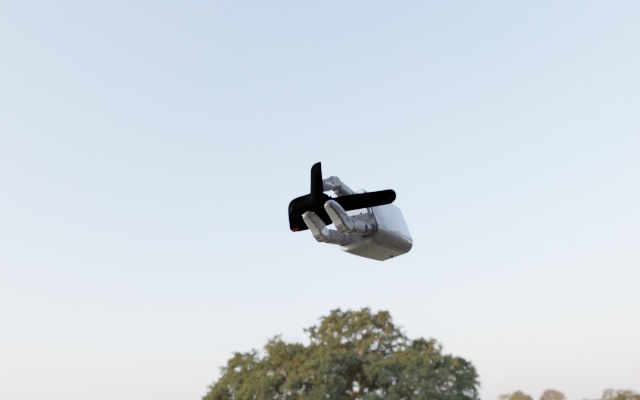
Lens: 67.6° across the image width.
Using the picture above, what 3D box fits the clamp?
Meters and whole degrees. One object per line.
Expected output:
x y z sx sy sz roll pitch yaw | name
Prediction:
0.000 0.002 0.816 0.164 0.036 0.210 24 -36 -35 | clamp
